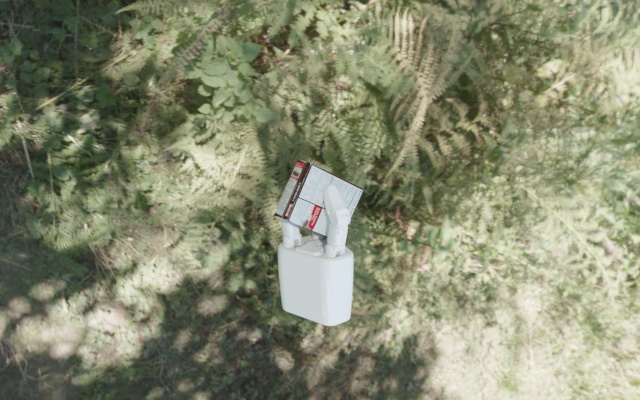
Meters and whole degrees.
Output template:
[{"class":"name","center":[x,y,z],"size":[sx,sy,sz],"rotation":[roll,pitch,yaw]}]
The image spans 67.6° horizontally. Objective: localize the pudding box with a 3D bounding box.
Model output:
[{"class":"pudding box","center":[0.000,0.002,0.693],"size":[0.113,0.090,0.039],"rotation":[24,-2,-39]}]
